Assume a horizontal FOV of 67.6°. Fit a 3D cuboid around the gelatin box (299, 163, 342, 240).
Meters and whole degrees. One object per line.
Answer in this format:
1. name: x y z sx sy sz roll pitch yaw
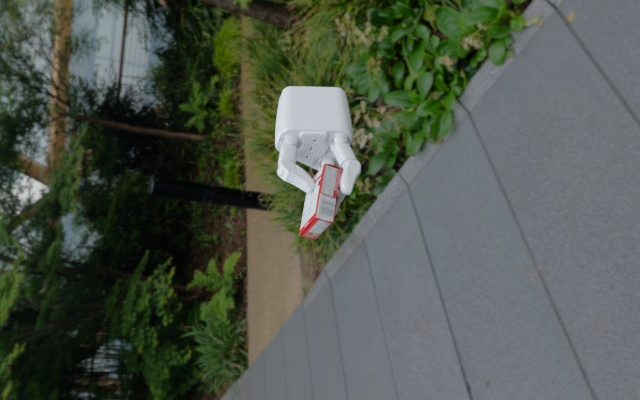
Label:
1. gelatin box: 0.000 0.002 0.679 0.030 0.089 0.073 17 -28 -14
